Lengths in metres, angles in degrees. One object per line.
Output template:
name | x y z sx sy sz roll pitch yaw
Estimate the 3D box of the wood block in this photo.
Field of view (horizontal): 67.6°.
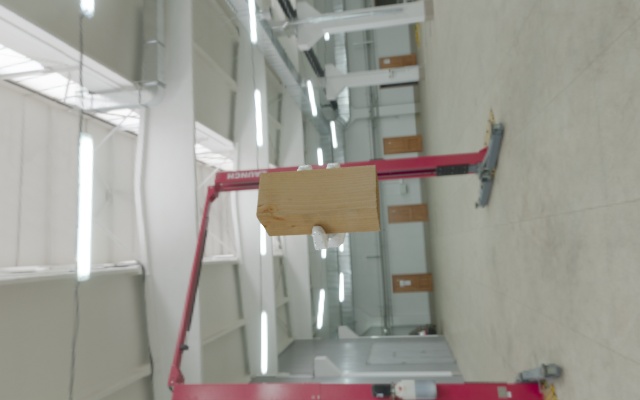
wood block | 0.000 0.003 0.853 0.206 0.090 0.090 -4 -30 9
